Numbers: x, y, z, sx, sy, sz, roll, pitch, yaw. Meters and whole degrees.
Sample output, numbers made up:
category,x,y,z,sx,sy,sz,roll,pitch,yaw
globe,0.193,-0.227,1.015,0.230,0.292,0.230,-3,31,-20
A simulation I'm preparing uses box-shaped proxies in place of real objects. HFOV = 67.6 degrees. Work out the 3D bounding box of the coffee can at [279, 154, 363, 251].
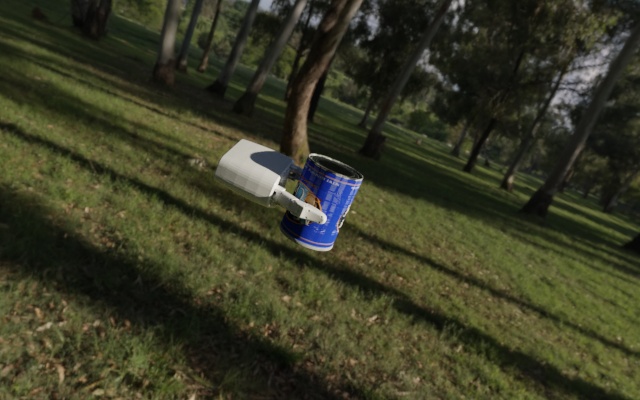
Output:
category,x,y,z,sx,sy,sz,roll,pitch,yaw
coffee can,0.000,0.003,0.836,0.103,0.140,0.102,21,16,-7
